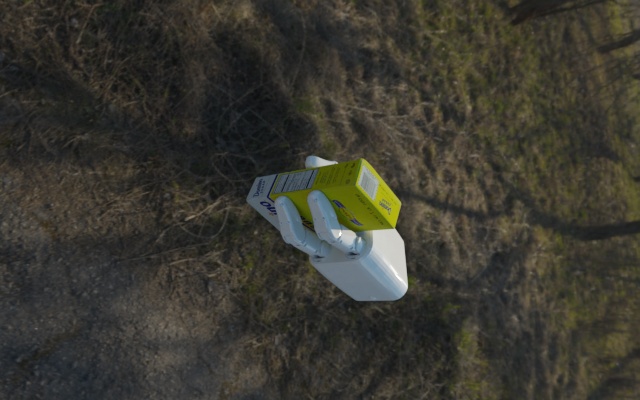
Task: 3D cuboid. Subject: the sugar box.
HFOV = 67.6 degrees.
[{"bbox_3d":[0.000,0.002,0.598,0.176,0.048,0.093,-10,-42,38],"label":"sugar box"}]
